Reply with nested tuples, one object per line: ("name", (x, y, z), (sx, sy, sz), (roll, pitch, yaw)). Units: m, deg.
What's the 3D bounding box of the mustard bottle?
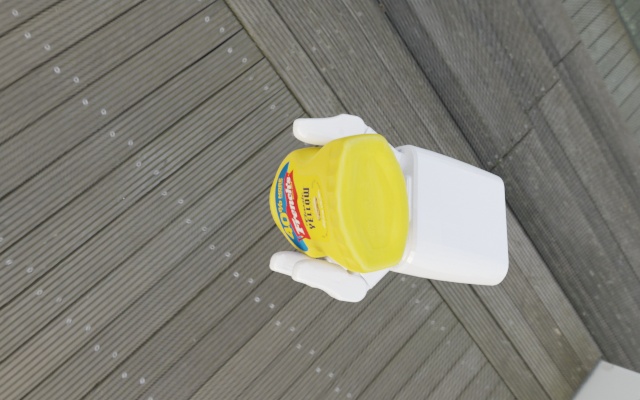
("mustard bottle", (0.000, 0.001, 0.408), (0.058, 0.096, 0.191), (-12, 5, -22))
